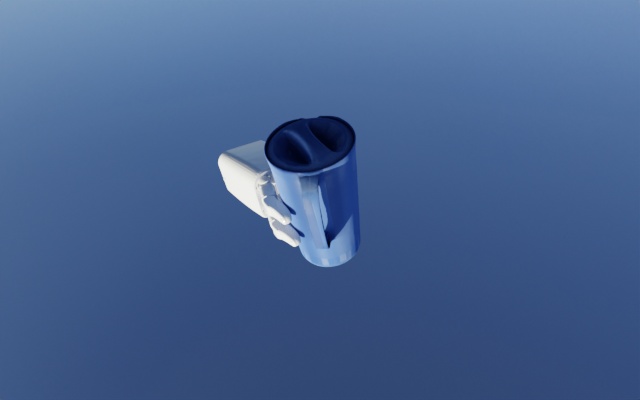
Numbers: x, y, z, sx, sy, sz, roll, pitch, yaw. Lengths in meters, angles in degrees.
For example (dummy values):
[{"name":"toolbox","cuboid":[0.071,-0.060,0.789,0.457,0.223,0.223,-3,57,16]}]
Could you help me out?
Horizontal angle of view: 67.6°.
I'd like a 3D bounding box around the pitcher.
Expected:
[{"name":"pitcher","cuboid":[0.000,0.002,0.756,0.145,0.243,0.149,30,58,34]}]
